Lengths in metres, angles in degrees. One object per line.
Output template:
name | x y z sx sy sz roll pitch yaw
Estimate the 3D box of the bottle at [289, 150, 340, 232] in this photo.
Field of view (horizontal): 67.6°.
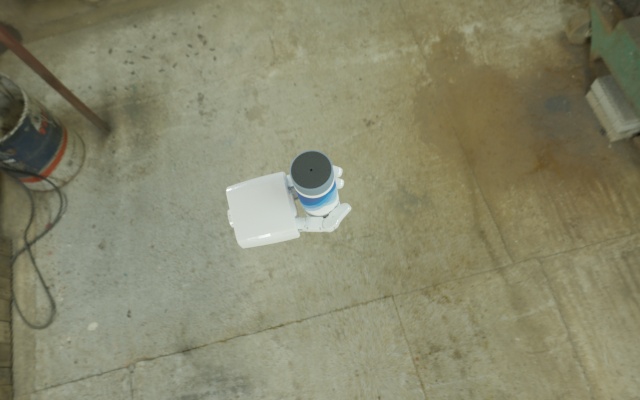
bottle | 0.000 0.003 0.857 0.069 0.069 0.296 0 -19 6
